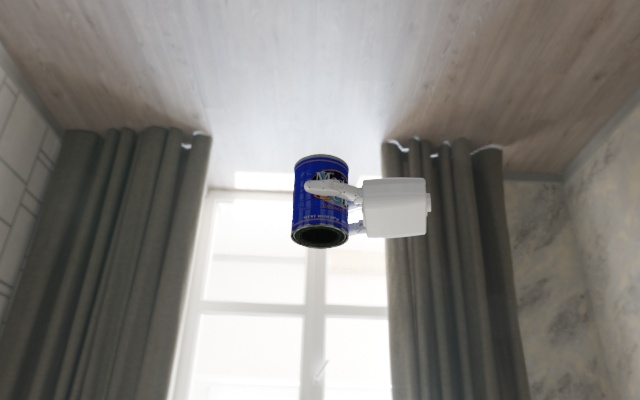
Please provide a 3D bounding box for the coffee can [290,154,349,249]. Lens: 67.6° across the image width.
[{"bbox_3d":[0.000,0.003,0.852,0.103,0.140,0.103,1,-28,1],"label":"coffee can"}]
